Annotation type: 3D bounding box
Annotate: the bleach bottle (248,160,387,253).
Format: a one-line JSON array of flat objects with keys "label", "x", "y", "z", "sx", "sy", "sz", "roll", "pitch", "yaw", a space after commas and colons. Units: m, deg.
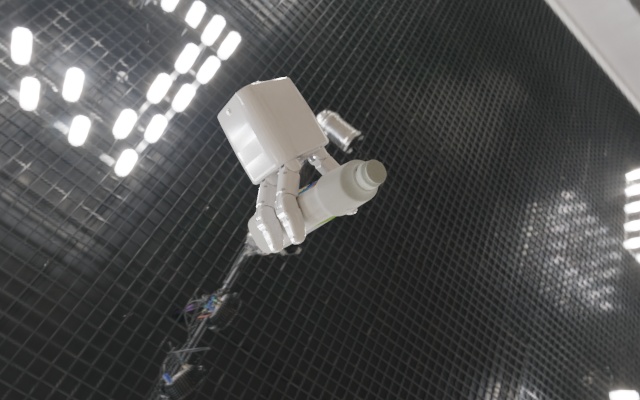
[{"label": "bleach bottle", "x": 0.000, "y": 0.002, "z": 0.624, "sx": 0.102, "sy": 0.068, "sz": 0.251, "roll": -31, "pitch": 1, "yaw": -38}]
